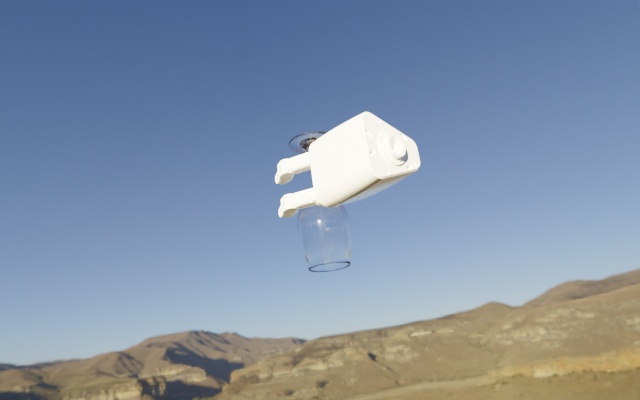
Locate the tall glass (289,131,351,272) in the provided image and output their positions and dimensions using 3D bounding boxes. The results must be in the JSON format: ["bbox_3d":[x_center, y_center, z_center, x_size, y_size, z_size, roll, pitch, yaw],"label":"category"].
[{"bbox_3d":[0.000,0.002,0.714,0.079,0.201,0.079,-7,-18,-2],"label":"tall glass"}]
